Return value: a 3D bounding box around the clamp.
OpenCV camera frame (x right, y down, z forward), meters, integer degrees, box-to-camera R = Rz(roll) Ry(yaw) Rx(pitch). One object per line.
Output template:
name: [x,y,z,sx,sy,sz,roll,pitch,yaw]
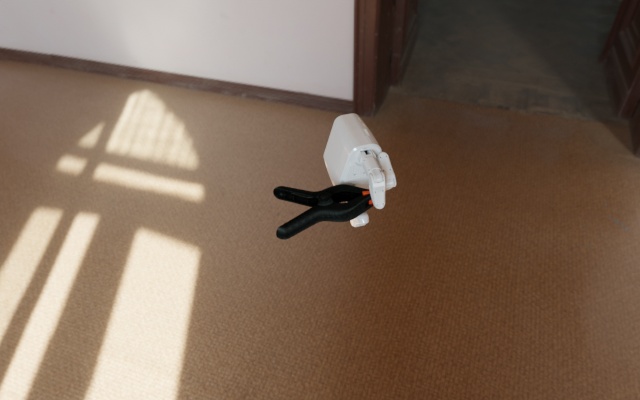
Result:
clamp: [0.000,0.002,0.788,0.171,0.039,0.120,-12,46,-10]
